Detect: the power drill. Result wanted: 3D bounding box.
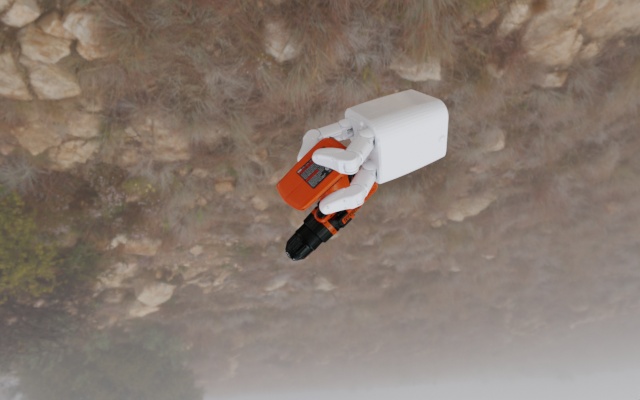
[{"bbox_3d":[0.000,0.002,0.690,0.057,0.184,0.188,42,-5,20],"label":"power drill"}]
